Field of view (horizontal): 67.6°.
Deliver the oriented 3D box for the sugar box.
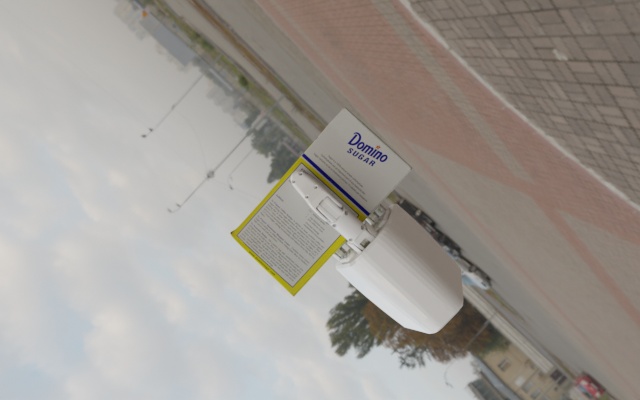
[{"bbox_3d":[0.000,0.002,0.494,0.093,0.176,0.048,43,3,2],"label":"sugar box"}]
